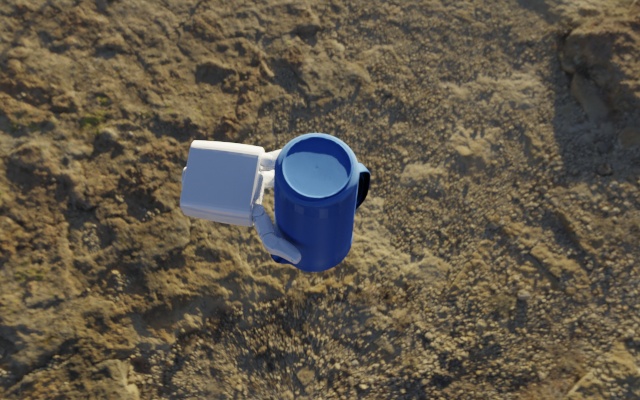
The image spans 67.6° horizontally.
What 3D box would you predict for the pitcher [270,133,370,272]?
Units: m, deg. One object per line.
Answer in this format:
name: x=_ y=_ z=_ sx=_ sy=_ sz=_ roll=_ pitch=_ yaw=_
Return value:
pitcher: x=0.000 y=0.002 z=0.704 sx=0.145 sy=0.149 sz=0.243 roll=9 pitch=-25 yaw=2
